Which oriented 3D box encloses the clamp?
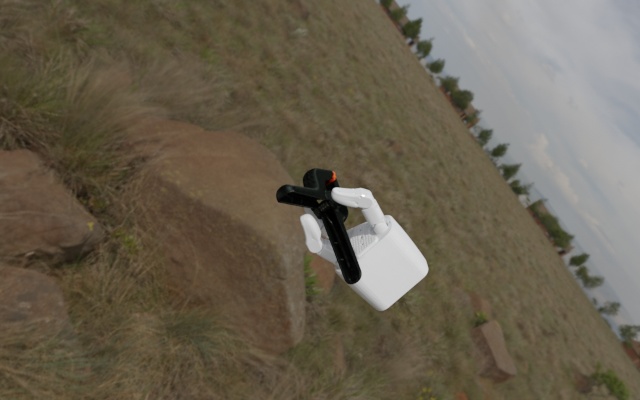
[{"bbox_3d":[0.001,0.002,0.682,0.036,0.165,0.209,-32,26,18],"label":"clamp"}]
